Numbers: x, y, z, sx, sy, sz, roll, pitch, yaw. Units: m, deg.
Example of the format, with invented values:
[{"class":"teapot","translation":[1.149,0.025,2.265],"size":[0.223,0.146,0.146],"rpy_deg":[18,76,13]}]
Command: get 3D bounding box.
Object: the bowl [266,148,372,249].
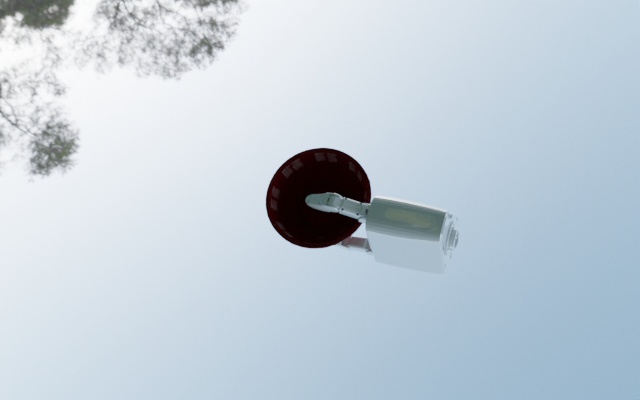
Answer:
[{"class":"bowl","translation":[-0.001,0.002,0.735],"size":[0.162,0.162,0.055],"rpy_deg":[0,-21,11]}]
